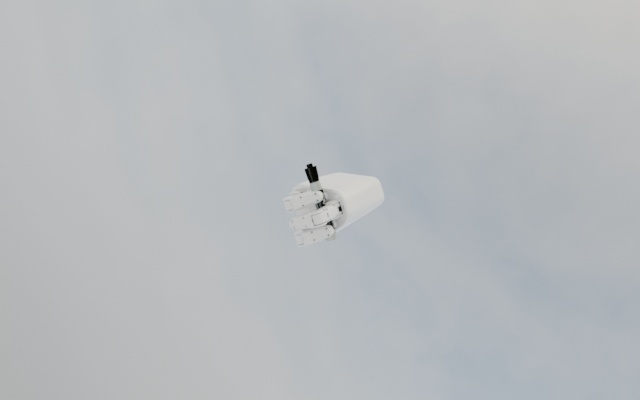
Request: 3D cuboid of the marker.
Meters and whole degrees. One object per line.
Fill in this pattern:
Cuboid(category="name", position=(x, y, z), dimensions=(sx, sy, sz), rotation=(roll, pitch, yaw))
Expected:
Cuboid(category="marker", position=(0.000, 0.002, 0.726), dimensions=(0.020, 0.121, 0.020), rotation=(-17, 6, 2))
